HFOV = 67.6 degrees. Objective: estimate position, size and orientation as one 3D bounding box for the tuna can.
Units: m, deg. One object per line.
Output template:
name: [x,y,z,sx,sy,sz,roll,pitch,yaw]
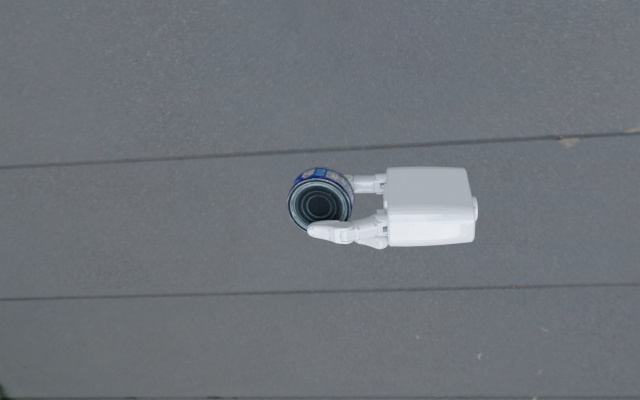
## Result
tuna can: [0.000,0.002,0.619,0.086,0.086,0.033,0,28,11]
